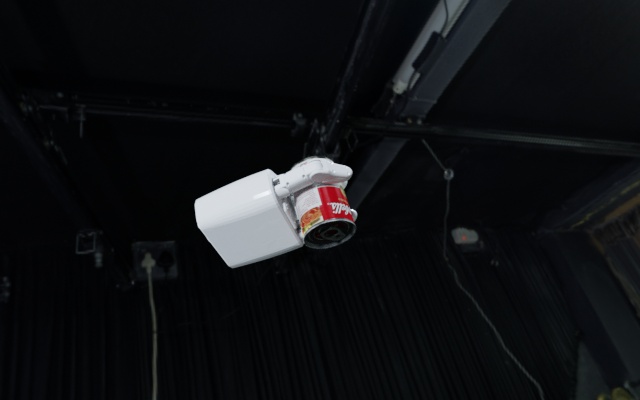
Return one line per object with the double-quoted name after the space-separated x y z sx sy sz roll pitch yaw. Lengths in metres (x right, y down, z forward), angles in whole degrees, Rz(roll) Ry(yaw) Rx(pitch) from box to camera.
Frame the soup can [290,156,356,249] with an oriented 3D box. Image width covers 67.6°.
0.000 0.002 0.619 0.068 0.102 0.068 -11 -32 -7 "soup can"
